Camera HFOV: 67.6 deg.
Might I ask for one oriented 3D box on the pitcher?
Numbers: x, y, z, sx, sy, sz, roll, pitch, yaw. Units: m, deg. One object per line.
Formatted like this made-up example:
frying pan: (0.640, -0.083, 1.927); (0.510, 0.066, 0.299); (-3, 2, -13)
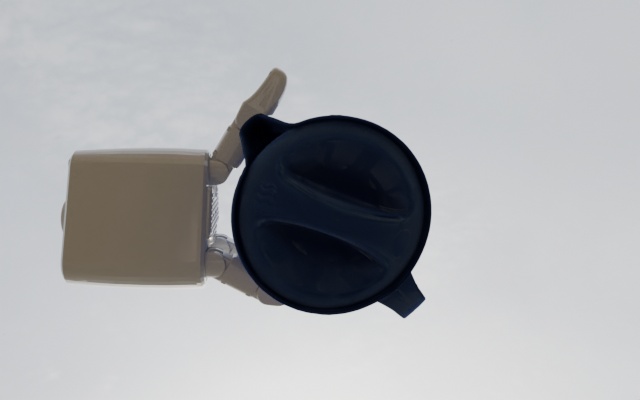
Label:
pitcher: (0.000, 0.001, 0.424); (0.145, 0.149, 0.243); (1, 9, -8)
